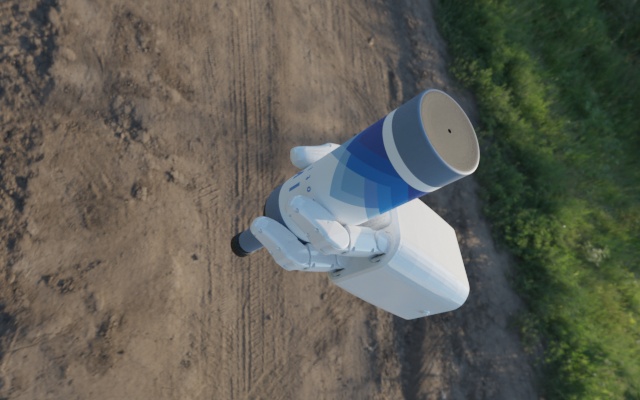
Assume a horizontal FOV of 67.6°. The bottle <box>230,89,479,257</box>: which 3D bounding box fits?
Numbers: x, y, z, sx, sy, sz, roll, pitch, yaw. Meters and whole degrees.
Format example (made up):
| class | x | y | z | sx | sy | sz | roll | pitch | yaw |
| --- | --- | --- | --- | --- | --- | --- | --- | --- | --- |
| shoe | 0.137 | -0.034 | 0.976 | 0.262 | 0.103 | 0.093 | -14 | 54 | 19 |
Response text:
| class | x | y | z | sx | sy | sz | roll | pitch | yaw |
| --- | --- | --- | --- | --- | --- | --- | --- | --- | --- |
| bottle | 0.000 | 0.001 | 0.437 | 0.069 | 0.069 | 0.296 | 0 | -20 | -41 |
